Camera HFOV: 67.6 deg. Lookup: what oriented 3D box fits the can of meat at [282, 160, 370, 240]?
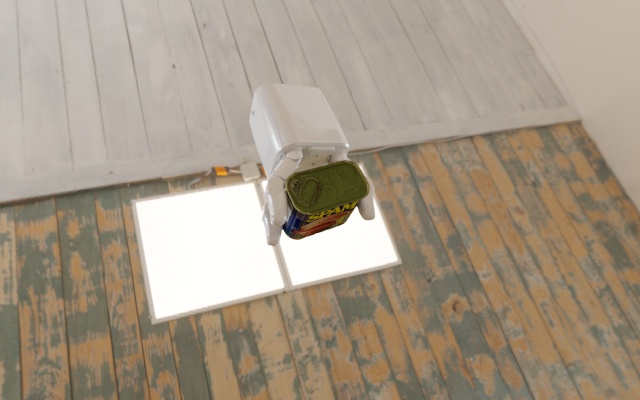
[{"bbox_3d":[0.000,0.002,0.605,0.102,0.057,0.084,-17,-23,-23],"label":"can of meat"}]
